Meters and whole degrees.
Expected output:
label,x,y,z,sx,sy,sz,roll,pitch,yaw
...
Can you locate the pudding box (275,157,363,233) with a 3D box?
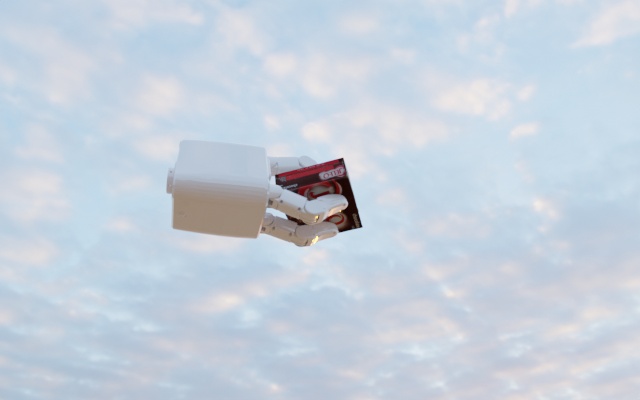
label,x,y,z,sx,sy,sz,roll,pitch,yaw
pudding box,0.000,0.002,0.613,0.090,0.039,0.114,-13,-37,7
